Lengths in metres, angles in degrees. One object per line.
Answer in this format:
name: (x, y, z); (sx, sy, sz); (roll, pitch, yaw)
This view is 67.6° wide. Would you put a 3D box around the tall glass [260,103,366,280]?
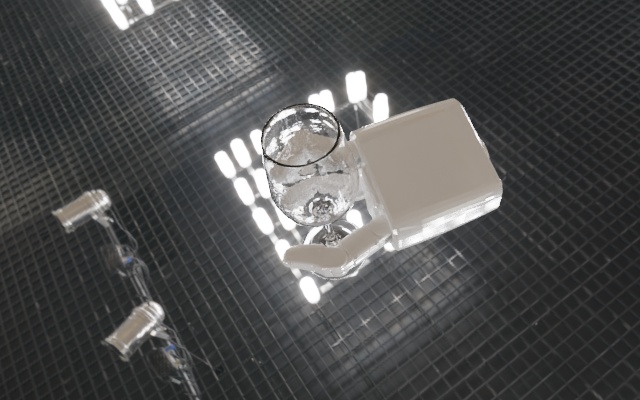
tall glass: (0.000, 0.002, 0.440); (0.079, 0.079, 0.201); (0, -31, 11)
